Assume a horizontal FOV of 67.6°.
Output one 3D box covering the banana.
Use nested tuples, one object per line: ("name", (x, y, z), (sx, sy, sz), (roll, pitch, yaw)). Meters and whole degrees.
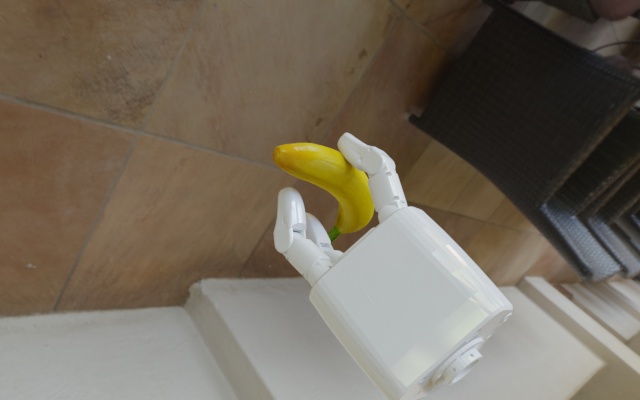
("banana", (0.016, -0.008, 0.470), (0.069, 0.037, 0.198), (-35, -32, -3))
